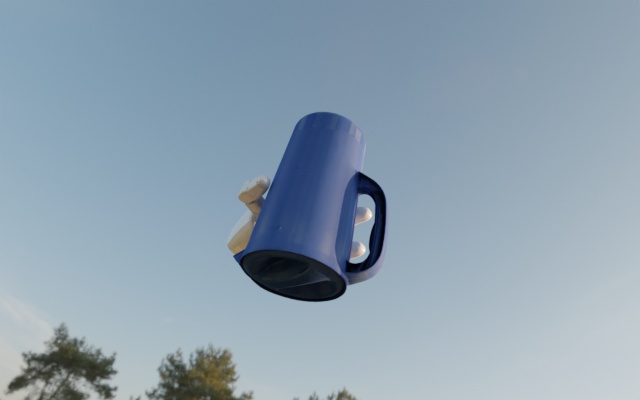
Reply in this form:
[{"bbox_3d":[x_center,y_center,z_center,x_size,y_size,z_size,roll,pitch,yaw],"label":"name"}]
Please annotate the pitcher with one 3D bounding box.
[{"bbox_3d":[0.000,0.002,0.632,0.149,0.242,0.145,27,-35,-19],"label":"pitcher"}]
